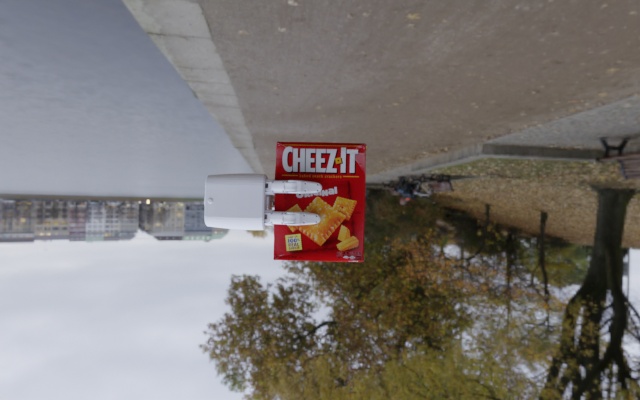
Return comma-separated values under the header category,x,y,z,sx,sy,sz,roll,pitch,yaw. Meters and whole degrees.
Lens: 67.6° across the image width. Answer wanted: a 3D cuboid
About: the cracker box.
category,x,y,z,sx,sy,sz,roll,pitch,yaw
cracker box,0.000,0.003,0.870,0.164,0.213,0.072,1,0,3
